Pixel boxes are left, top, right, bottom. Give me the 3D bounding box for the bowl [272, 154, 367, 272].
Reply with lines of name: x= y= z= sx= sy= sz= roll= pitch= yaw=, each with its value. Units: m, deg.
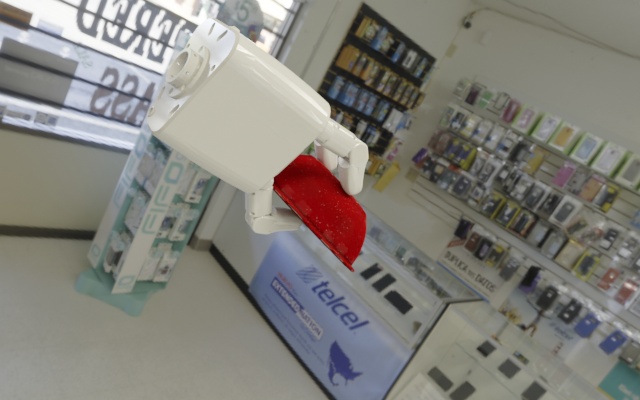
bowl: x=0.001 y=0.002 z=0.527 sx=0.055 sy=0.162 sz=0.162 roll=-43 pitch=1 yaw=-2
